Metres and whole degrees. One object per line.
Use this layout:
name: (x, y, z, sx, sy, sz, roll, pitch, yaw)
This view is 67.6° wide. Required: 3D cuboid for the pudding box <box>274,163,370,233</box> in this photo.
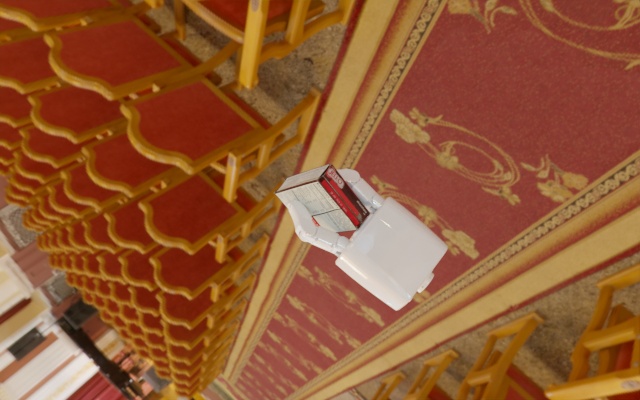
pudding box: (0.000, 0.002, 0.656, 0.113, 0.090, 0.039, -14, 30, 51)
